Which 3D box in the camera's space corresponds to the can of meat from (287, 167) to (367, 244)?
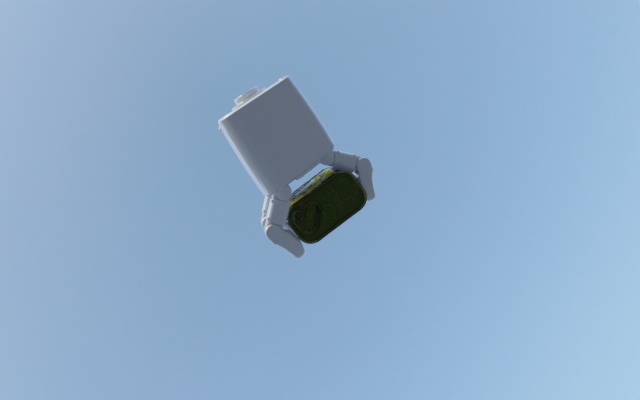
[{"bbox_3d":[0.000,0.002,0.627,0.102,0.057,0.084,-37,15,-4],"label":"can of meat"}]
